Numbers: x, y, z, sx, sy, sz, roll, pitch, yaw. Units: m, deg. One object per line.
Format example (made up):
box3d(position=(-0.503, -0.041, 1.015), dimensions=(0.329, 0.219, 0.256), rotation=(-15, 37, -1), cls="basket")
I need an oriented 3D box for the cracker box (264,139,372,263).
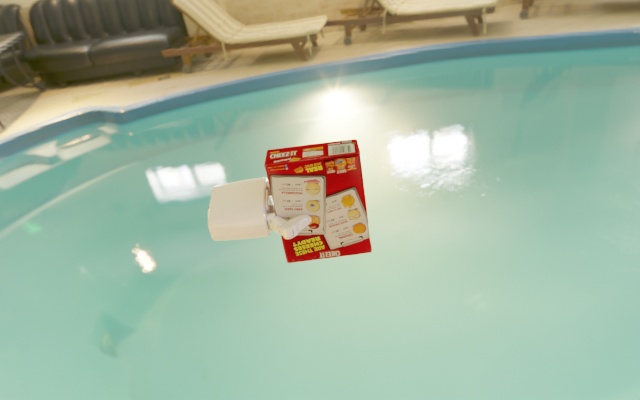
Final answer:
box3d(position=(0.000, 0.003, 0.872), dimensions=(0.164, 0.214, 0.072), rotation=(-8, 32, 4), cls="cracker box")
